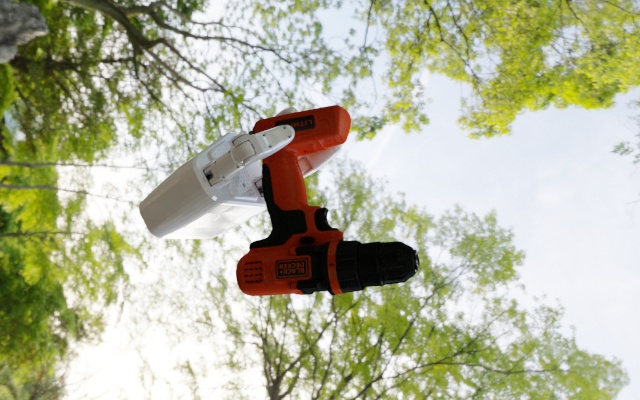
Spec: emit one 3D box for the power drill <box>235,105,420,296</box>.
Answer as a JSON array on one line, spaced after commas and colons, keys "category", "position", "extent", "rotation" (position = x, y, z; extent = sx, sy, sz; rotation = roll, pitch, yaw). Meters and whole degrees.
[{"category": "power drill", "position": [0.000, 0.001, 0.486], "extent": [0.184, 0.187, 0.057], "rotation": [-7, -16, 14]}]
